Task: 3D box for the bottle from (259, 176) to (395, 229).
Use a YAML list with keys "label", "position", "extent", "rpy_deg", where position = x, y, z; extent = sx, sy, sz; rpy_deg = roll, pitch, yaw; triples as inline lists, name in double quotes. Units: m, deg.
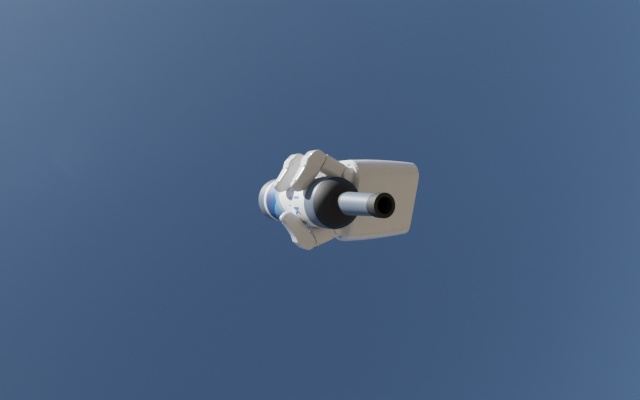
- label: "bottle"
  position: [0.000, 0.002, 0.629]
  extent: [0.069, 0.069, 0.295]
  rpy_deg: [0, 1, -27]
